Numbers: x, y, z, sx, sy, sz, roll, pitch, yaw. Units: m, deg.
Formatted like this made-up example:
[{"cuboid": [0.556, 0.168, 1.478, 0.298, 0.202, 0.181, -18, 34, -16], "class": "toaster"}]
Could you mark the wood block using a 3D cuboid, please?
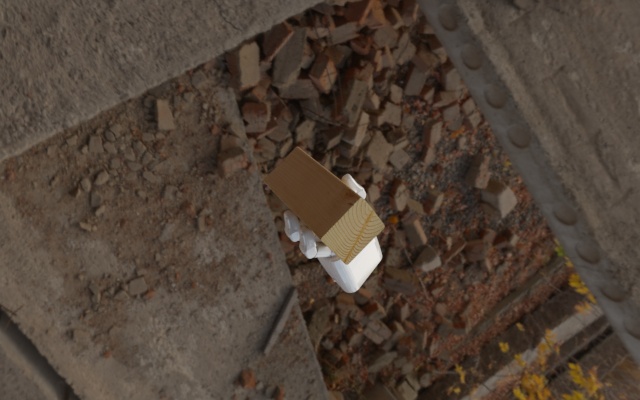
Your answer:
[{"cuboid": [0.001, 0.003, 0.807, 0.206, 0.091, 0.090, 42, -4, 47], "class": "wood block"}]
